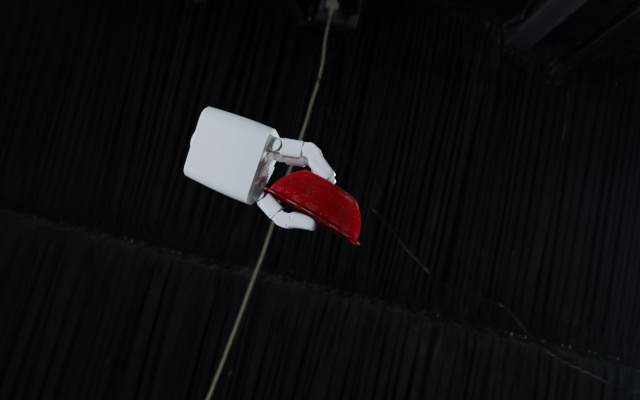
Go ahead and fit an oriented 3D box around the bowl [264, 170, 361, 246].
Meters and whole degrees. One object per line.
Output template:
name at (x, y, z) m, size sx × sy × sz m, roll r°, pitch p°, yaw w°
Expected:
bowl at (0.001, 0.003, 0.693) m, size 0.162 × 0.055 × 0.162 m, roll 31°, pitch -5°, yaw 3°
